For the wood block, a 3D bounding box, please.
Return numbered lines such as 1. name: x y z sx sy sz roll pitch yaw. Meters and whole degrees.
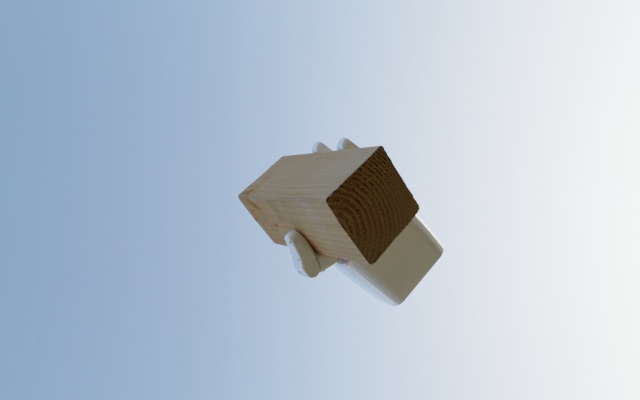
1. wood block: 0.000 0.002 0.563 0.090 0.090 0.206 -45 24 -24
